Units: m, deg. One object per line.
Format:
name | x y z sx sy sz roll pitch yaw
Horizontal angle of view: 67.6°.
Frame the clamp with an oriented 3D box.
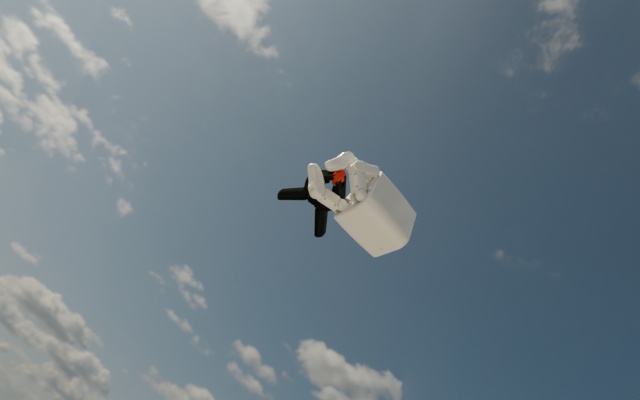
clamp | 0.000 0.002 0.879 0.171 0.120 0.039 -29 18 51
